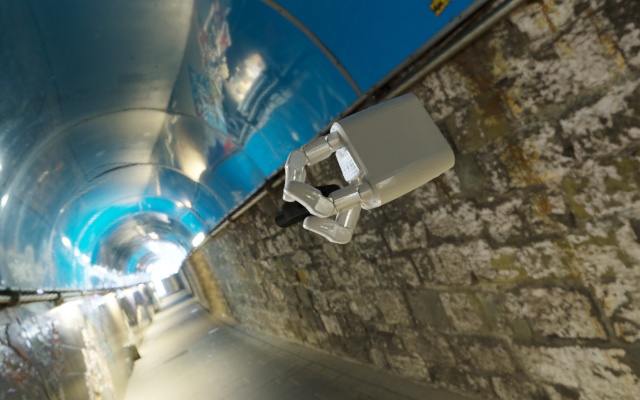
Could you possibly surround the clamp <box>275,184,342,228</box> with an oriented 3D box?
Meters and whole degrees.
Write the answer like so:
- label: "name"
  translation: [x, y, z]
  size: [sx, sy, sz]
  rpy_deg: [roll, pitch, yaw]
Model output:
- label: "clamp"
  translation: [0.000, 0.002, 0.631]
  size: [0.120, 0.039, 0.171]
  rpy_deg: [-26, -1, -10]
